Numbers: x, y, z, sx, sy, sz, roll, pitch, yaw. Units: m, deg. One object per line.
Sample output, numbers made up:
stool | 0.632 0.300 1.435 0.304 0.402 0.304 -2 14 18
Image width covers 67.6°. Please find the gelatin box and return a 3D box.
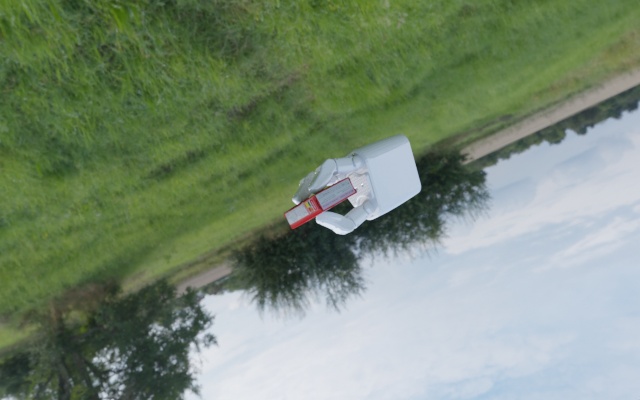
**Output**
gelatin box | 0.000 0.003 0.703 0.073 0.030 0.089 -29 0 44
